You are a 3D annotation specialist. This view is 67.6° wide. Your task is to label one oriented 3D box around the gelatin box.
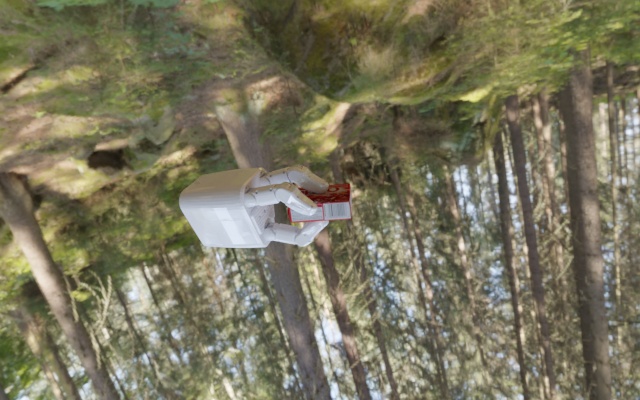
[{"bbox_3d":[0.000,0.003,0.691,0.089,0.030,0.073,-4,21,6],"label":"gelatin box"}]
